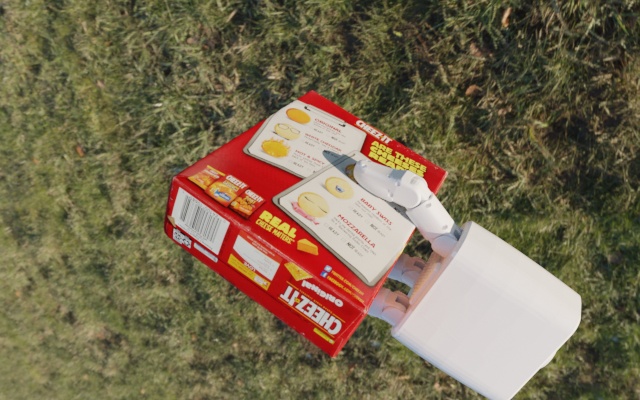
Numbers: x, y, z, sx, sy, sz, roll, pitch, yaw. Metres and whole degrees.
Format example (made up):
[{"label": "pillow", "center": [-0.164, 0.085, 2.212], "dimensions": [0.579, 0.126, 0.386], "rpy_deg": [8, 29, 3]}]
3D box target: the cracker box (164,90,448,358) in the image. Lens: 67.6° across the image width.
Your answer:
[{"label": "cracker box", "center": [0.000, 0.001, 0.415], "dimensions": [0.164, 0.072, 0.213], "rpy_deg": [33, 39, 9]}]
